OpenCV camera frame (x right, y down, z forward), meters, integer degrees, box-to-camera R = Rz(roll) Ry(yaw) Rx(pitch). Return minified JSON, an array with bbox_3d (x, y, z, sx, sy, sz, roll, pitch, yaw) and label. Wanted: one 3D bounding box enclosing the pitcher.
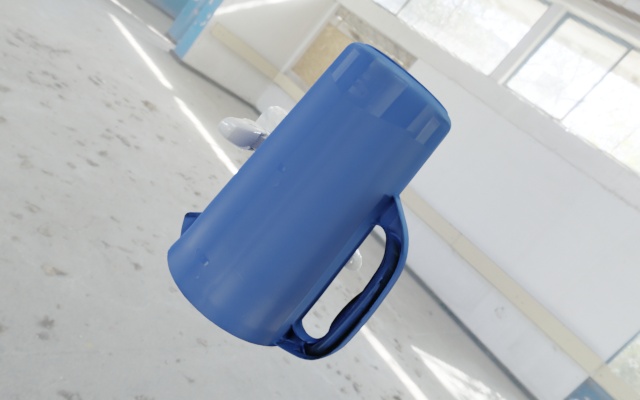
[{"bbox_3d":[0.000,0.001,0.403,0.149,0.243,0.145,36,12,-22],"label":"pitcher"}]
